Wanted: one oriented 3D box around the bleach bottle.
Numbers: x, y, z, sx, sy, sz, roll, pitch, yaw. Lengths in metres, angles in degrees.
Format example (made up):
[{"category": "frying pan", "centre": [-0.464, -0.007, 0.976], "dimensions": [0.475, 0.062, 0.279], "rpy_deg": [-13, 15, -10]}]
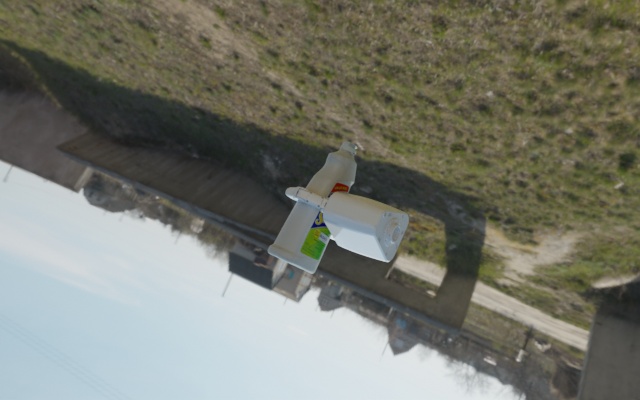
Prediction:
[{"category": "bleach bottle", "centre": [0.000, 0.003, 0.880], "dimensions": [0.068, 0.251, 0.103], "rpy_deg": [19, -11, 37]}]
